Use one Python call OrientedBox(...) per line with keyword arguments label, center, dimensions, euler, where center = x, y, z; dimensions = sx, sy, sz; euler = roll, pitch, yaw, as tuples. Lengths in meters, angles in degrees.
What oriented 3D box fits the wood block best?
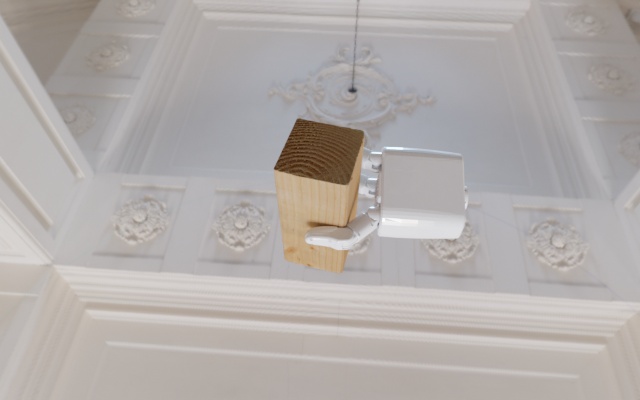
OrientedBox(label="wood block", center=(0.000, 0.002, 0.639), dimensions=(0.090, 0.090, 0.206), euler=(13, -36, 9))
